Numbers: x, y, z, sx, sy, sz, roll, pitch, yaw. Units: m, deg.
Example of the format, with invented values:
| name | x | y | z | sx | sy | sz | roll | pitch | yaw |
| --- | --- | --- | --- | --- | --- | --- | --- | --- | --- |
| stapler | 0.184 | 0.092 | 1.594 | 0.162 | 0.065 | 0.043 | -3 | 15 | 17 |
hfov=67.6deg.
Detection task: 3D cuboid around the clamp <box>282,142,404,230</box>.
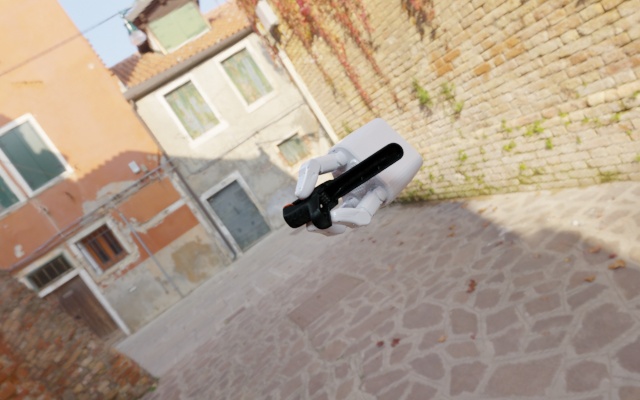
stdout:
| name | x | y | z | sx | sy | sz | roll | pitch | yaw |
| --- | --- | --- | --- | --- | --- | --- | --- | --- | --- |
| clamp | -0.001 | 0.001 | 0.638 | 0.164 | 0.036 | 0.210 | -42 | 11 | -38 |
